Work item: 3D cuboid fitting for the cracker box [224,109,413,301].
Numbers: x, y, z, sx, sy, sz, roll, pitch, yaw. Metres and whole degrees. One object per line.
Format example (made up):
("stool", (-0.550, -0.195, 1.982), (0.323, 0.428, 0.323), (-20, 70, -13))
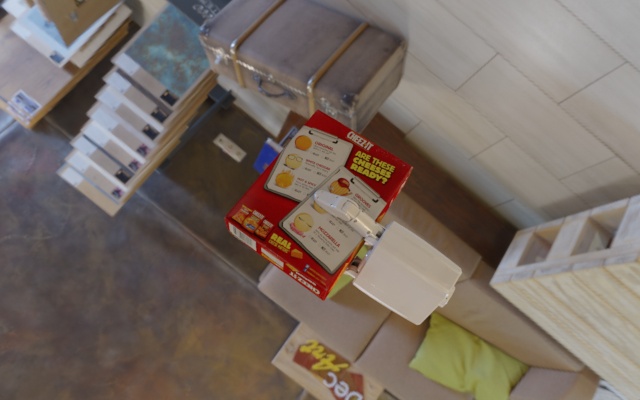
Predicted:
("cracker box", (0.000, 0.002, 0.661), (0.164, 0.213, 0.072), (33, -23, 11))
